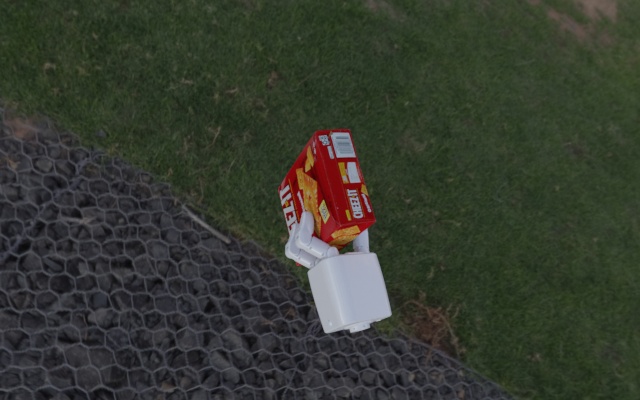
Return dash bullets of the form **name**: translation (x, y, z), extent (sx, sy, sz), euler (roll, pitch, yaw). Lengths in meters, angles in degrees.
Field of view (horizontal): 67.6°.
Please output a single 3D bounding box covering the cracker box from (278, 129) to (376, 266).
- **cracker box**: translation (0.000, 0.003, 0.815), extent (0.072, 0.164, 0.214), euler (-5, -21, -25)
